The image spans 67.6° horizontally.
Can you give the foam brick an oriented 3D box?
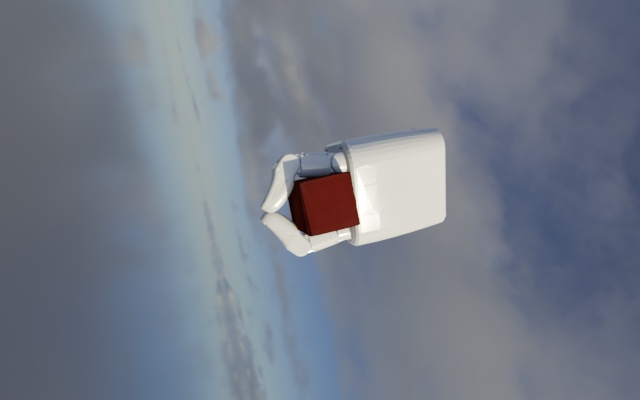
[{"bbox_3d":[0.000,0.002,0.472,0.051,0.053,0.078,-12,6,-13],"label":"foam brick"}]
